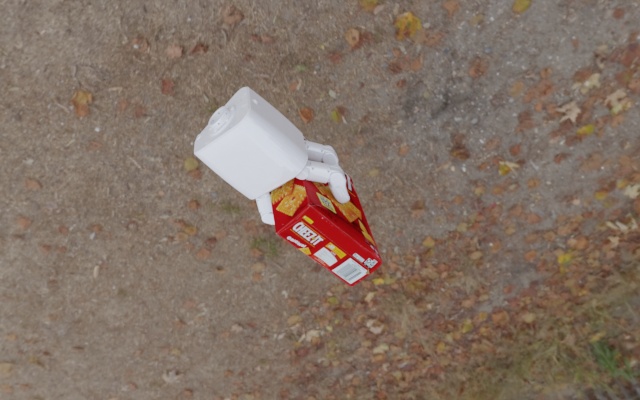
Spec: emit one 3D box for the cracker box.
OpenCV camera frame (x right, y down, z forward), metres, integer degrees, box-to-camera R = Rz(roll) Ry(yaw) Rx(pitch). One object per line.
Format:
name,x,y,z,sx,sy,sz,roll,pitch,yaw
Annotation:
cracker box,0.000,0.003,0.724,0.072,0.213,0.164,-38,-55,18
